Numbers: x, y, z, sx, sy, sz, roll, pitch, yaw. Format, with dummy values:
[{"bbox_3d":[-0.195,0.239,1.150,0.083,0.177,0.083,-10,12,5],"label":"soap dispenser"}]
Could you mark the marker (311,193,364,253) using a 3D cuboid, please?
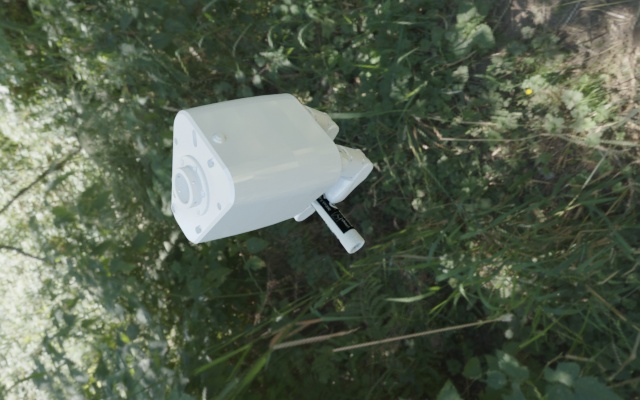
[{"bbox_3d":[0.000,0.002,0.477,0.020,0.121,0.020,-31,-25,-17],"label":"marker"}]
